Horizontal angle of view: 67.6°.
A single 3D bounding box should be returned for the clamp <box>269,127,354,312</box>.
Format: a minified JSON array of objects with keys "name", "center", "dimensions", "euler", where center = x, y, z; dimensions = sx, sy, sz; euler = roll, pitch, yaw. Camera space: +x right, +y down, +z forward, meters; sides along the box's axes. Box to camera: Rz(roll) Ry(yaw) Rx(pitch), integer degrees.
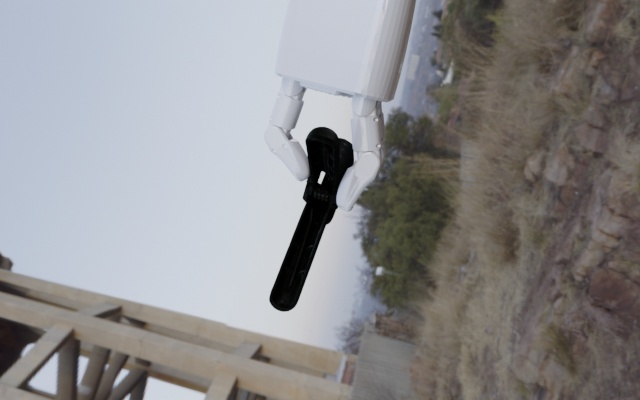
[{"name":"clamp","center":[-0.001,0.001,0.468],"dimensions":[0.036,0.164,0.210],"euler":[18,16,6]}]
